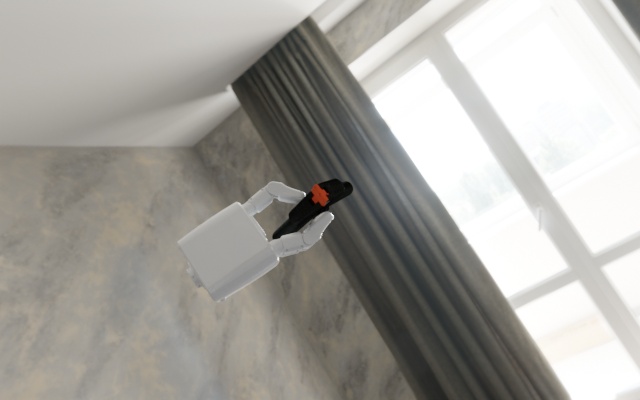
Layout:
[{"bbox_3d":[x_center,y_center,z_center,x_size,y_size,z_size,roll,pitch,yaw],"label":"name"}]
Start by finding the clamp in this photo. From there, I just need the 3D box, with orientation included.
[{"bbox_3d":[0.000,0.002,0.736,0.164,0.036,0.210,-37,-5,-15],"label":"clamp"}]
